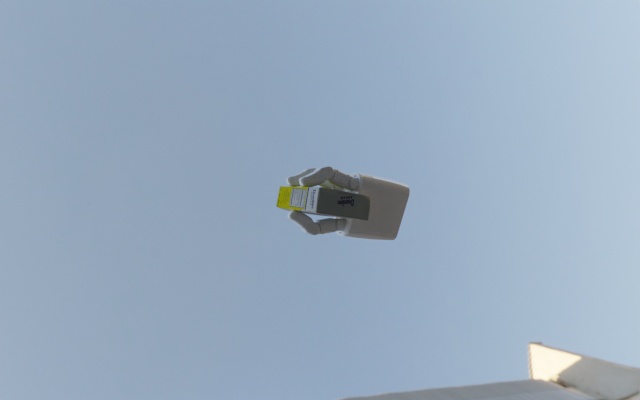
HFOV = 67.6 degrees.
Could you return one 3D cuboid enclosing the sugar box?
[{"bbox_3d":[0.000,0.002,0.795,0.093,0.048,0.176,9,-4,-25],"label":"sugar box"}]
